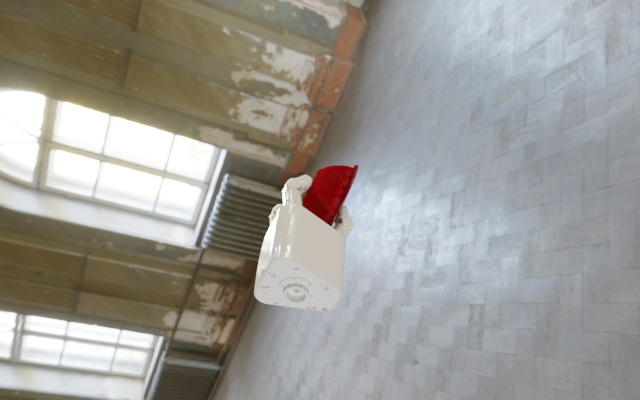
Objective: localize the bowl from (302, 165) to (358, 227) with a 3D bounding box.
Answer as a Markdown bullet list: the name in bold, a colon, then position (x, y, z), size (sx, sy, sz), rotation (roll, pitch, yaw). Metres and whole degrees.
- **bowl**: position (0.000, 0.002, 0.772), size (0.055, 0.162, 0.162), rotation (27, -1, -3)
